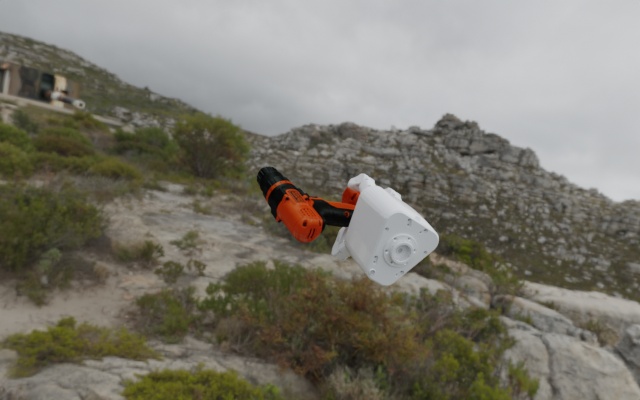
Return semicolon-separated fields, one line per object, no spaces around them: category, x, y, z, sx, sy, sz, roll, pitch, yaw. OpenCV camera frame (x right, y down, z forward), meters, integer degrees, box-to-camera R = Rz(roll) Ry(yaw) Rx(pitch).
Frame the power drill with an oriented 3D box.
power drill;0.001;0.003;0.797;0.187;0.057;0.184;0;34;-33
